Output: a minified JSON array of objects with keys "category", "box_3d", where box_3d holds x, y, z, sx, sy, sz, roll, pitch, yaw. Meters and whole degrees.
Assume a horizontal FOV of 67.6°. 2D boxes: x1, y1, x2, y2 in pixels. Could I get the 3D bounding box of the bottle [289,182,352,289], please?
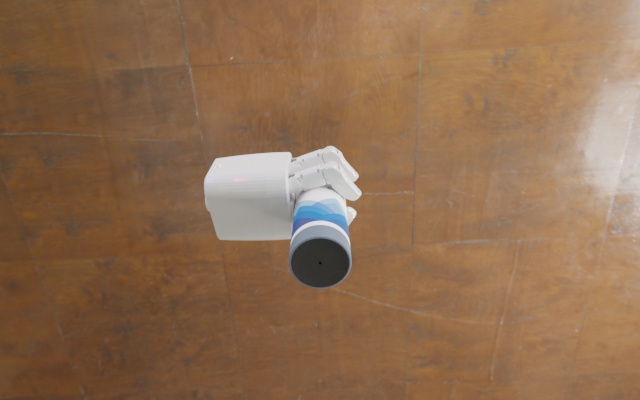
[{"category":"bottle","box_3d":[0.000,0.002,0.634,0.069,0.069,0.295,0,26,0]}]
